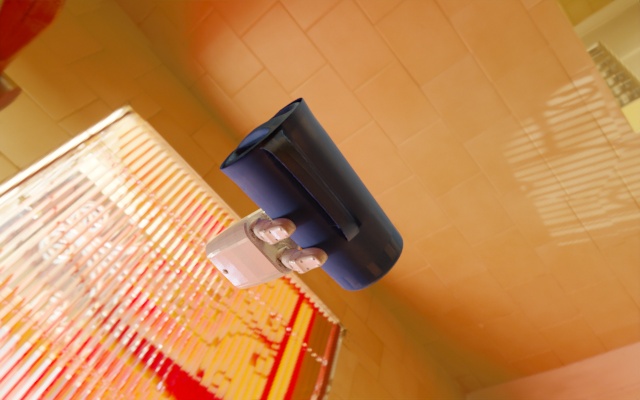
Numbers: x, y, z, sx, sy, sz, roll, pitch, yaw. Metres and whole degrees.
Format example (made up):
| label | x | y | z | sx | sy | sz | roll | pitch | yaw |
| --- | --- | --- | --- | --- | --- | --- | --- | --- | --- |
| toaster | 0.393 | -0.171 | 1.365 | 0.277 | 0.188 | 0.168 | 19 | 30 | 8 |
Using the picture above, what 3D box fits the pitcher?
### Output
| label | x | y | z | sx | sy | sz | roll | pitch | yaw |
| --- | --- | --- | --- | --- | --- | --- | --- | --- | --- |
| pitcher | 0.000 | 0.002 | 0.607 | 0.145 | 0.243 | 0.149 | -28 | 21 | 38 |
